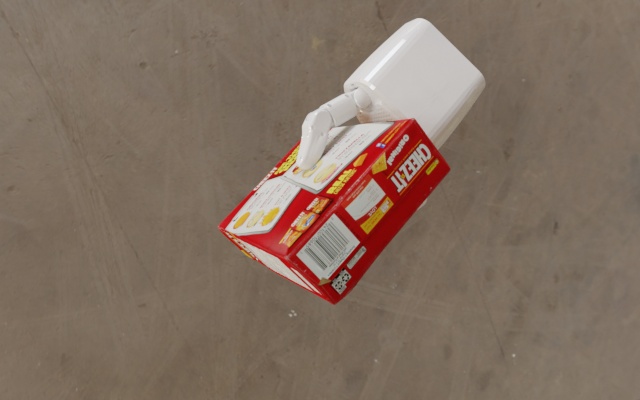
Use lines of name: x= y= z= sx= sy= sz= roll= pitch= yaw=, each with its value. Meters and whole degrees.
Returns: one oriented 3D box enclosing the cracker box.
cracker box: x=0.000 y=0.001 z=0.485 sx=0.072 sy=0.164 sz=0.213 roll=48 pitch=-16 yaw=-21
